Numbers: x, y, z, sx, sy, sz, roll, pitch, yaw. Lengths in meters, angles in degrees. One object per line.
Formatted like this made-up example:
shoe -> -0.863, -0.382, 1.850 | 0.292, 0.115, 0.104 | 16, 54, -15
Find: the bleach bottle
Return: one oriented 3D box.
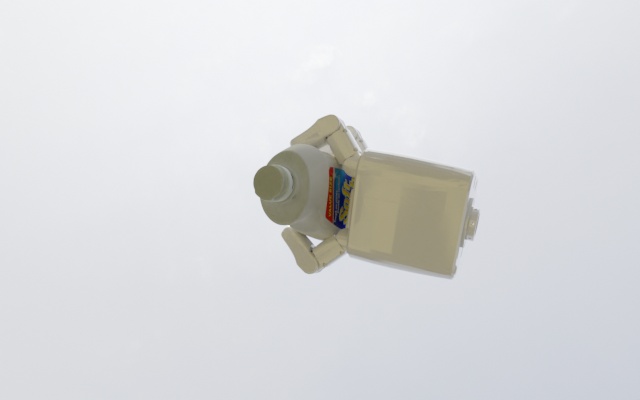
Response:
bleach bottle -> 0.000, 0.002, 0.504 | 0.068, 0.102, 0.251 | 13, 1, 21
